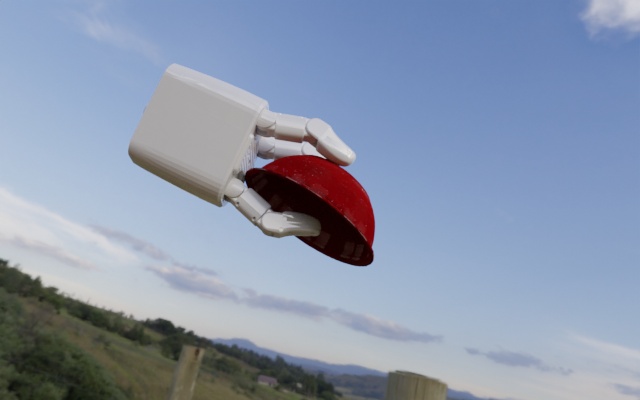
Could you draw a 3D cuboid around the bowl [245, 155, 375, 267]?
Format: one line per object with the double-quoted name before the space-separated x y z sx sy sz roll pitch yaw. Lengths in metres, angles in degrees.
"bowl" 0.001 0.002 0.509 0.162 0.055 0.162 31 -21 13
